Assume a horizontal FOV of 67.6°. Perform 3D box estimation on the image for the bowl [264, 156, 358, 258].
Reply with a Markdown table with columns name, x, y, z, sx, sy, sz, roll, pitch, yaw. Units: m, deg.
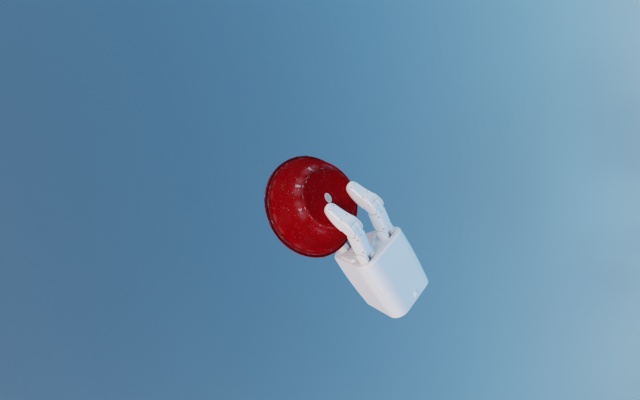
| name | x | y | z | sx | sy | sz | roll | pitch | yaw |
| --- | --- | --- | --- | --- | --- | --- | --- | --- | --- |
| bowl | -0.001 | 0.001 | 0.715 | 0.162 | 0.162 | 0.055 | 0 | -13 | -31 |
